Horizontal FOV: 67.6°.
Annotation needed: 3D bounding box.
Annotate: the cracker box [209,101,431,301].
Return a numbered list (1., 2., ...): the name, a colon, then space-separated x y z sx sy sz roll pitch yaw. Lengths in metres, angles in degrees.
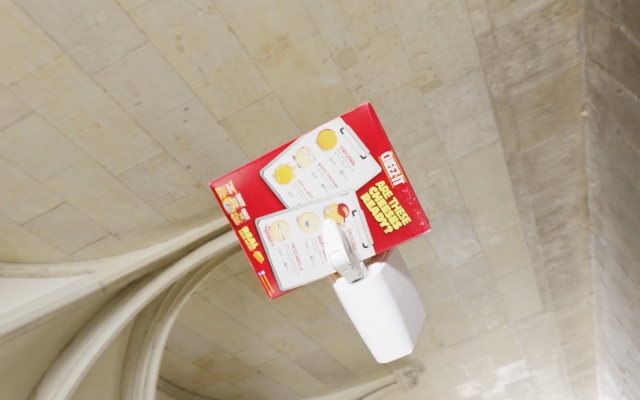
1. cracker box: 0.000 0.002 0.581 0.214 0.164 0.072 -26 6 12
